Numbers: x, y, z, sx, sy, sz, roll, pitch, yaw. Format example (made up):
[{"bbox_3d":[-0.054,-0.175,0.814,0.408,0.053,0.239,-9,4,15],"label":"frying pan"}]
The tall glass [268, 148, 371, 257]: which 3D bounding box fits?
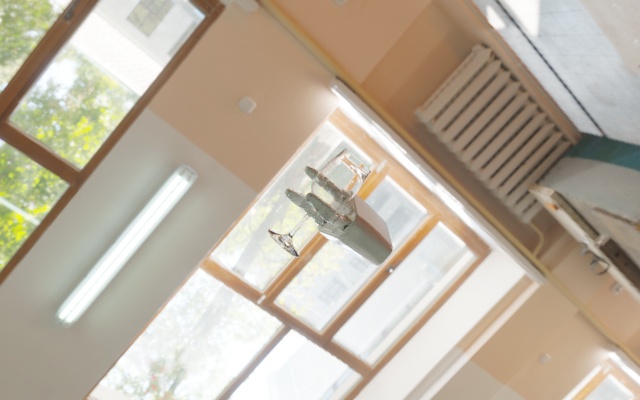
[{"bbox_3d":[0.000,0.003,0.843,0.079,0.201,0.079,41,6,-5],"label":"tall glass"}]
